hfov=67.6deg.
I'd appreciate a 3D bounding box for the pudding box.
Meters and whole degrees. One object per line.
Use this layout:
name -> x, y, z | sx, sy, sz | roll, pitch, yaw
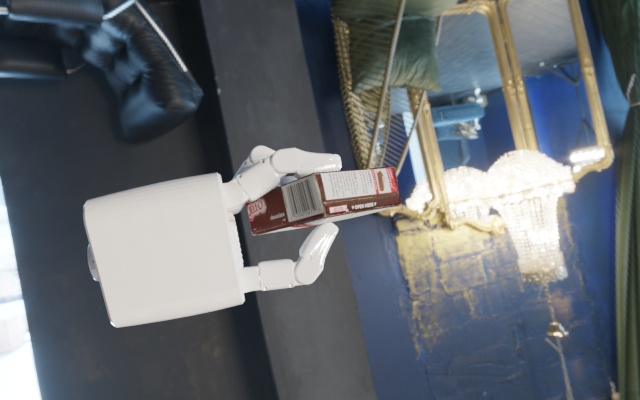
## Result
pudding box -> 0.000, 0.002, 0.423 | 0.090, 0.039, 0.113 | -8, -4, -39
